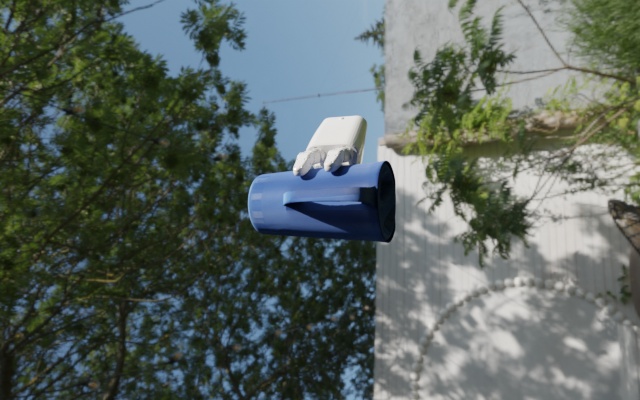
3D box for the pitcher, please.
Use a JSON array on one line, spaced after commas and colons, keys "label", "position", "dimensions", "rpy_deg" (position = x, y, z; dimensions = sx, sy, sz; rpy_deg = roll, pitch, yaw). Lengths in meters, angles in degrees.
[{"label": "pitcher", "position": [0.000, 0.003, 0.806], "dimensions": [0.243, 0.149, 0.145], "rpy_deg": [-2, 39, 21]}]
